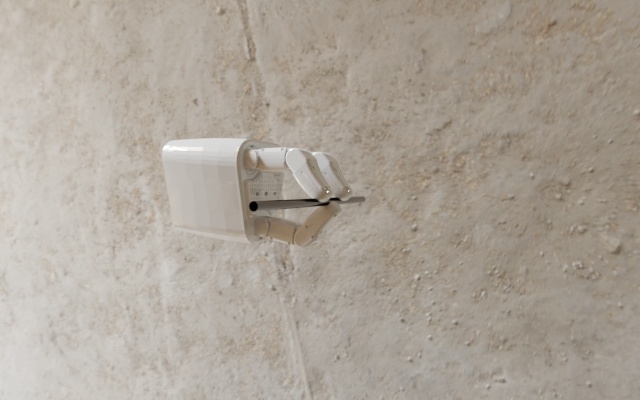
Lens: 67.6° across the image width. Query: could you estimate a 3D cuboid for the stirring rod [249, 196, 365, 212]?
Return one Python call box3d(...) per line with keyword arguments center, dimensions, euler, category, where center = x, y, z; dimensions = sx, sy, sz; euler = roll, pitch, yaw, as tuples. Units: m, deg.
box3d(center=(0.000, 0.002, 0.467), dimensions=(0.011, 0.011, 0.239), euler=(0, 1, 25), category="stirring rod")
